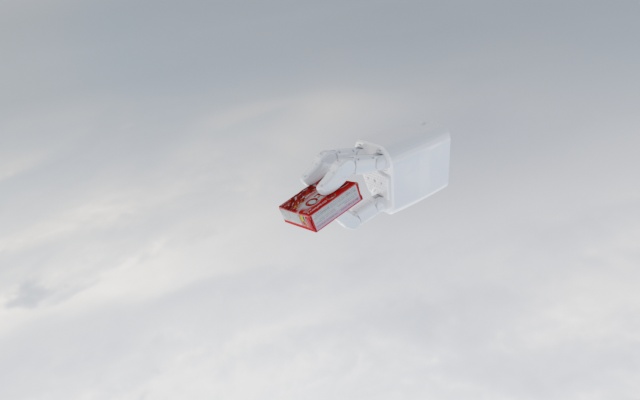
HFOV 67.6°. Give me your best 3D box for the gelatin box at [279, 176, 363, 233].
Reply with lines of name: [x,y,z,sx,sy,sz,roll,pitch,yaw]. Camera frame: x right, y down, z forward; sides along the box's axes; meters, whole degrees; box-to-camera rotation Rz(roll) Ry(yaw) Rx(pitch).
gelatin box: [0.000,0.003,0.643,0.089,0.030,0.073,-35,28,-27]
